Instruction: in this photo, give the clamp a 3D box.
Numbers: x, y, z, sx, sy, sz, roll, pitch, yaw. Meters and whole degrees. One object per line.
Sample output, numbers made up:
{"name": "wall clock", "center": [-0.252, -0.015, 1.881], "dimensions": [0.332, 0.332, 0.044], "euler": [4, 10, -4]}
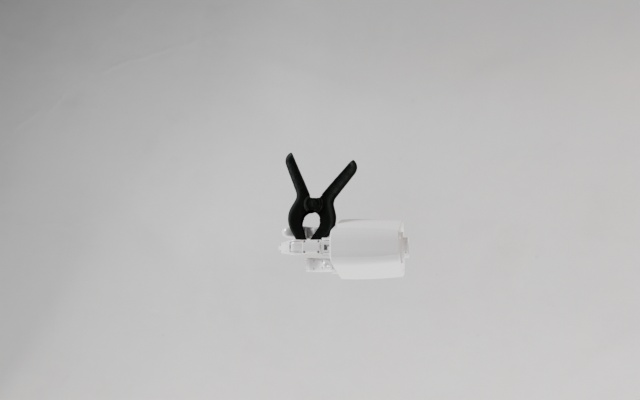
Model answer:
{"name": "clamp", "center": [0.000, 0.003, 0.784], "dimensions": [0.120, 0.171, 0.039], "euler": [-2, -9, 14]}
